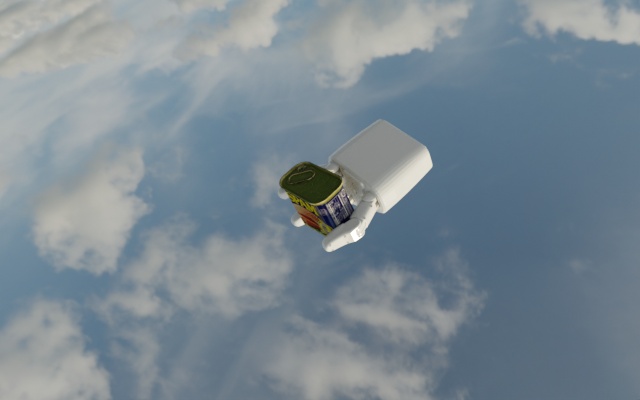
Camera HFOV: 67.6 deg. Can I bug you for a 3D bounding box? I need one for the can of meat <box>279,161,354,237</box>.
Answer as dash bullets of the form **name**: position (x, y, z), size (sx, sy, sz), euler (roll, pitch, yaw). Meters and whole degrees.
- **can of meat**: position (0.000, 0.003, 0.676), size (0.057, 0.084, 0.102), euler (-43, 41, -18)
